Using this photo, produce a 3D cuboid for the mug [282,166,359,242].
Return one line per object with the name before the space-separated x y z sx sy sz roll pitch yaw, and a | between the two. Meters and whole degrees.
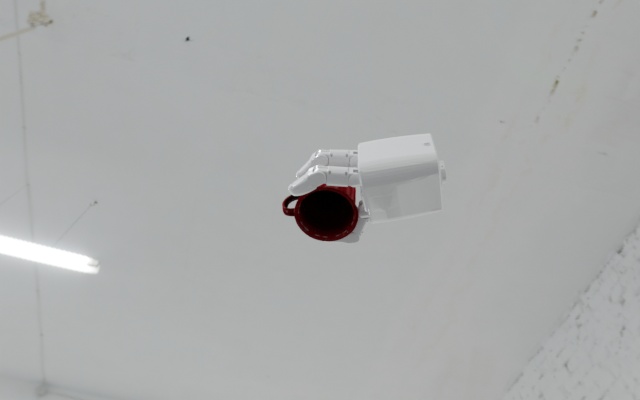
mug | -0.001 0.002 0.720 0.117 0.093 0.081 -7 30 10
